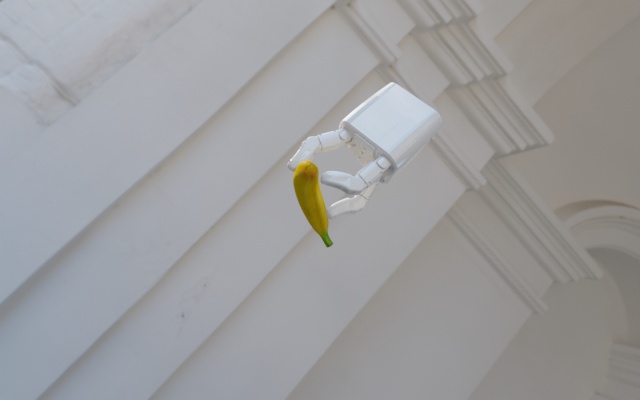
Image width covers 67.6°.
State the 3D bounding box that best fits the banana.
[{"bbox_3d":[-0.011,-0.007,0.705,0.069,0.037,0.198,44,-17,32],"label":"banana"}]
